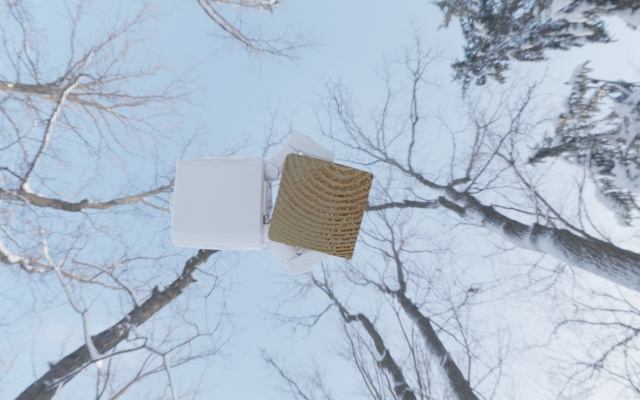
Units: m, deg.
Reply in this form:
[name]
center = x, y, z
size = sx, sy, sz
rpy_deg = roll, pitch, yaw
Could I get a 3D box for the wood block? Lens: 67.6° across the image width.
[wood block]
center = 0.000, 0.001, 0.568
size = 0.090, 0.091, 0.206
rpy_deg = 14, 3, -1
